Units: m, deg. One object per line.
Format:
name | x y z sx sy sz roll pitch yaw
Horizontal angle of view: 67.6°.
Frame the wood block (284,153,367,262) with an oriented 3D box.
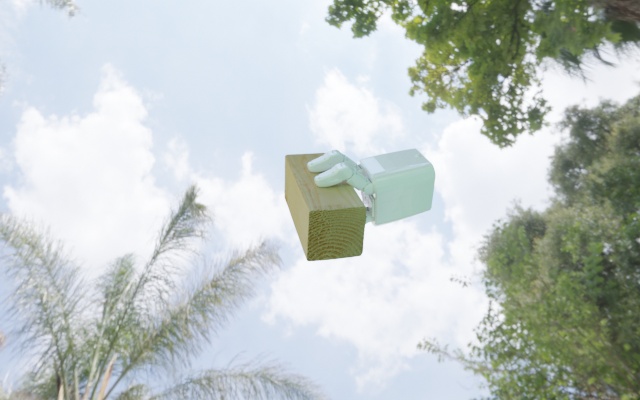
wood block | 0.000 0.003 0.793 0.090 0.091 0.206 -5 29 -12
